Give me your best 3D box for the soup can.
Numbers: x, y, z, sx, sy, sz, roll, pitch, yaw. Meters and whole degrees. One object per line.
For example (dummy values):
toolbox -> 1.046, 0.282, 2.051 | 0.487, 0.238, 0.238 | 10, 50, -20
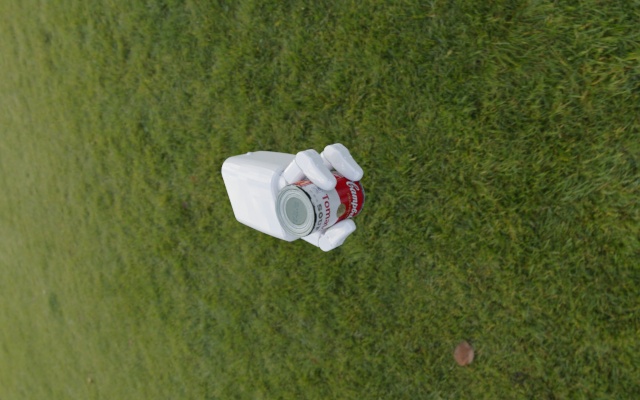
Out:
soup can -> 0.000, 0.002, 0.610 | 0.068, 0.068, 0.102 | 0, 13, 41
